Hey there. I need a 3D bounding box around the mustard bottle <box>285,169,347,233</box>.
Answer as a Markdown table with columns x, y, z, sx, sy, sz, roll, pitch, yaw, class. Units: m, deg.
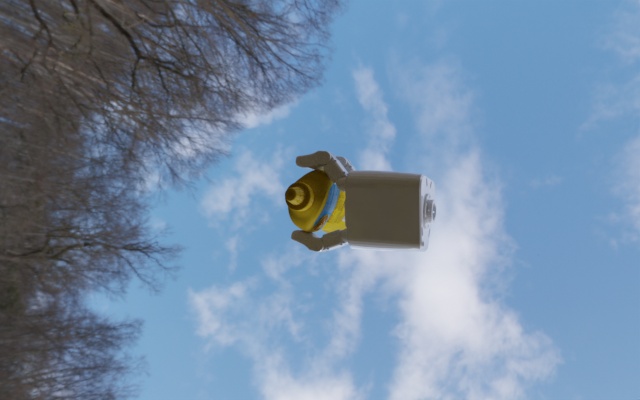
| x | y | z | sx | sy | sz | roll | pitch | yaw | class |
| --- | --- | --- | --- | --- | --- | --- | --- | --- | --- |
| 0.000 | 0.002 | 0.728 | 0.058 | 0.096 | 0.191 | 29 | 6 | 25 | mustard bottle |
